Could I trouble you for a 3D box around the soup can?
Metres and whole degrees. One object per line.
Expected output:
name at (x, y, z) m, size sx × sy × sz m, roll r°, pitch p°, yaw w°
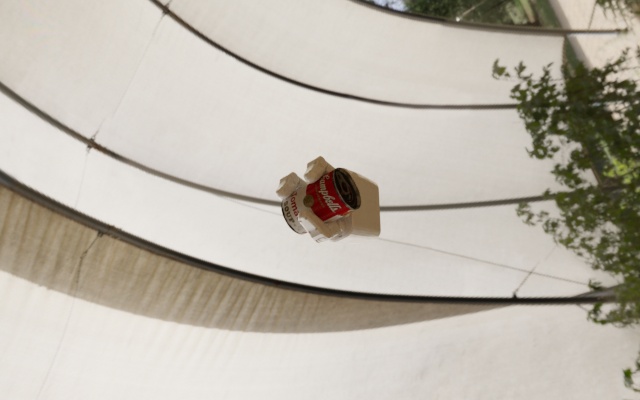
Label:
soup can at (0.000, 0.002, 0.716) m, size 0.102 × 0.068 × 0.068 m, roll -27°, pitch -13°, yaw 28°
